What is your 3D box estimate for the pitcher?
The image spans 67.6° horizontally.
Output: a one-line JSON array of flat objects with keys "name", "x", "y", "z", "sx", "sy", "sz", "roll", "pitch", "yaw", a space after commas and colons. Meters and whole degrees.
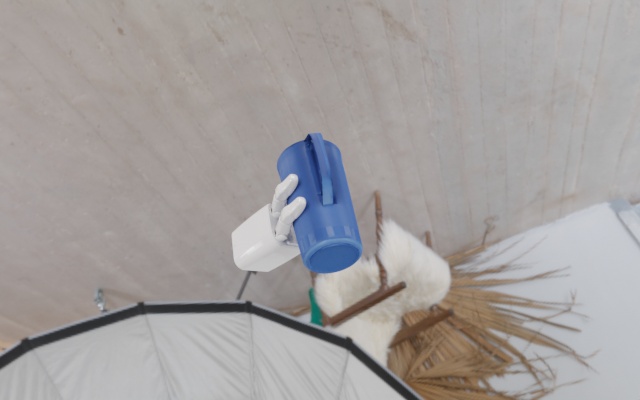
[{"name": "pitcher", "x": 0.000, "y": 0.003, "z": 0.889, "sx": 0.145, "sy": 0.242, "sz": 0.149, "roll": -34, "pitch": -42, "yaw": 23}]
